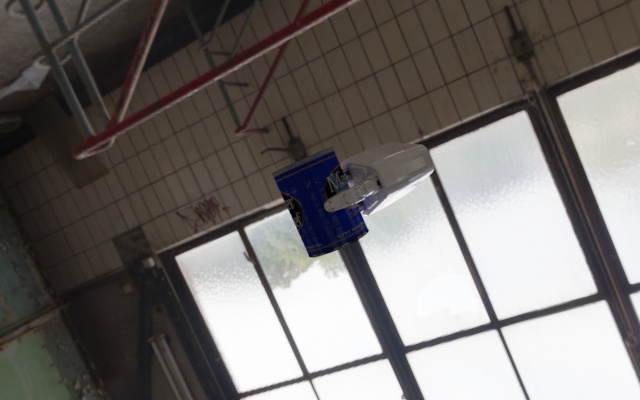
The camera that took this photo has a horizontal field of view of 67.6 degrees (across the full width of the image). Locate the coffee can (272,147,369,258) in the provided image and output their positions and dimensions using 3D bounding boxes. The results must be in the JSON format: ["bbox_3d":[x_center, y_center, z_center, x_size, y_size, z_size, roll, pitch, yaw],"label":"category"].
[{"bbox_3d":[0.000,0.002,0.730,0.103,0.140,0.103,-24,4,2],"label":"coffee can"}]
